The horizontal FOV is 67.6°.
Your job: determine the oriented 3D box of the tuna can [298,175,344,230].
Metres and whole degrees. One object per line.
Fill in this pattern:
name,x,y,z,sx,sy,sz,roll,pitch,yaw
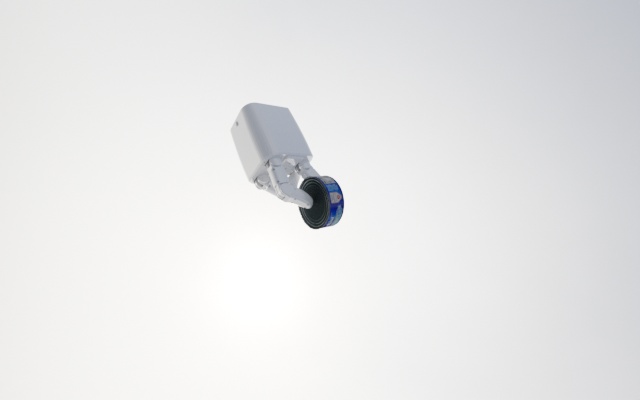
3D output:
tuna can,0.001,0.003,0.768,0.034,0.086,0.086,-8,5,-36
